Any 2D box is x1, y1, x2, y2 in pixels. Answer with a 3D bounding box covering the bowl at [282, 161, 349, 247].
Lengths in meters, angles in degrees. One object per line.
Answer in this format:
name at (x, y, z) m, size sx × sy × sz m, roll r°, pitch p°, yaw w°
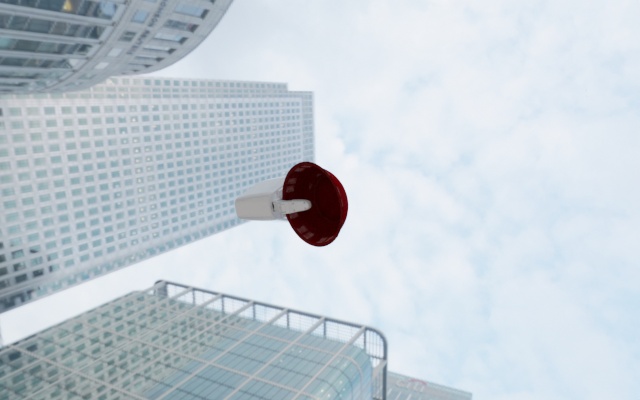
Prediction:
bowl at (0.001, 0.003, 0.895) m, size 0.055 × 0.162 × 0.162 m, roll -16°, pitch 11°, yaw -42°
